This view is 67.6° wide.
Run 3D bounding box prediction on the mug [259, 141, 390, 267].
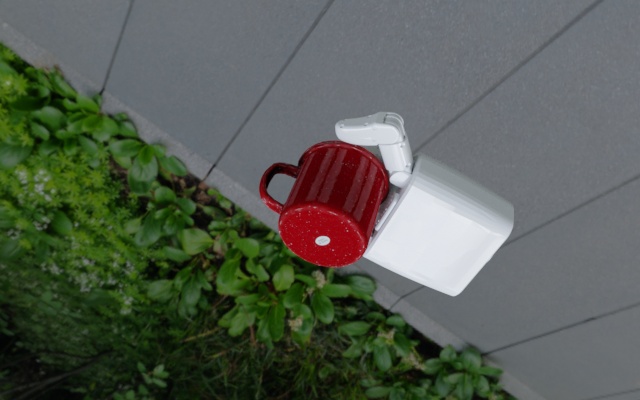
[{"bbox_3d":[-0.001,0.001,0.437,0.117,0.081,0.093,23,-43,-2],"label":"mug"}]
